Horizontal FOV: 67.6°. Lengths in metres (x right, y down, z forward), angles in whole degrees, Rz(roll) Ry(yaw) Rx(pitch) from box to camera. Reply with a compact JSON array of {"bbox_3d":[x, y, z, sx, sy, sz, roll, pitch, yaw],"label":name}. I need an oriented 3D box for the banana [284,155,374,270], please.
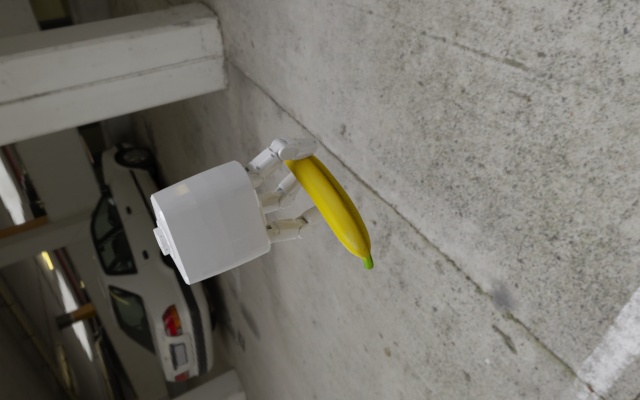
[{"bbox_3d":[0.005,-0.004,0.581,0.037,0.197,0.070,-26,-19,-21],"label":"banana"}]
